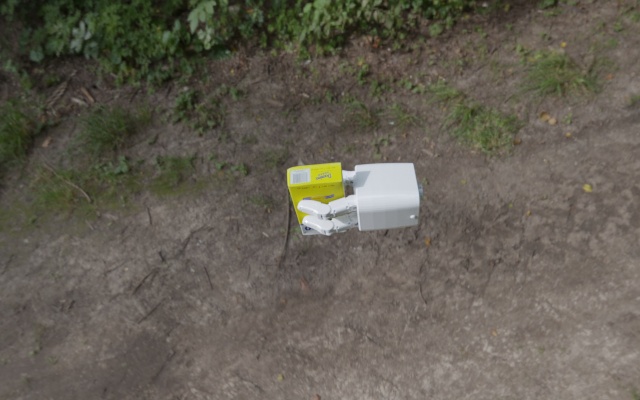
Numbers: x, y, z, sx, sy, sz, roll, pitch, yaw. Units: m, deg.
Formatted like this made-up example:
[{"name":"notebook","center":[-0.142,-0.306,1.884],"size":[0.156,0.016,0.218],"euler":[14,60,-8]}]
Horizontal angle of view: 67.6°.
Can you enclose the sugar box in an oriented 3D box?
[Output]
[{"name":"sugar box","center":[0.000,0.003,0.864],"size":[0.093,0.048,0.176],"euler":[-5,-35,5]}]
